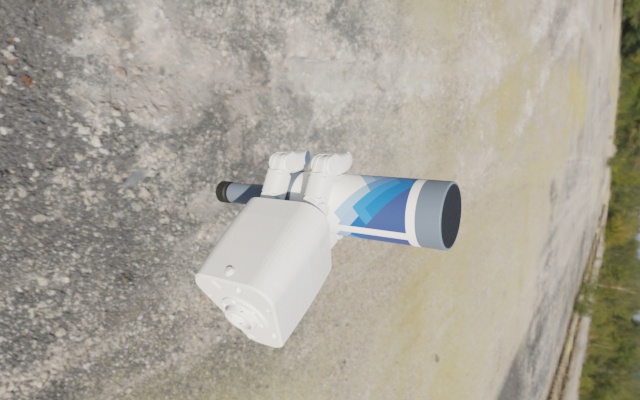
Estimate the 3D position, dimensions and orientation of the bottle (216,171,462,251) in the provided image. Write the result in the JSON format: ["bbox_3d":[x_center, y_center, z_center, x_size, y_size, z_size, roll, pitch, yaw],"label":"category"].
[{"bbox_3d":[0.000,0.002,0.530,0.295,0.069,0.069,6,3,32],"label":"bottle"}]
